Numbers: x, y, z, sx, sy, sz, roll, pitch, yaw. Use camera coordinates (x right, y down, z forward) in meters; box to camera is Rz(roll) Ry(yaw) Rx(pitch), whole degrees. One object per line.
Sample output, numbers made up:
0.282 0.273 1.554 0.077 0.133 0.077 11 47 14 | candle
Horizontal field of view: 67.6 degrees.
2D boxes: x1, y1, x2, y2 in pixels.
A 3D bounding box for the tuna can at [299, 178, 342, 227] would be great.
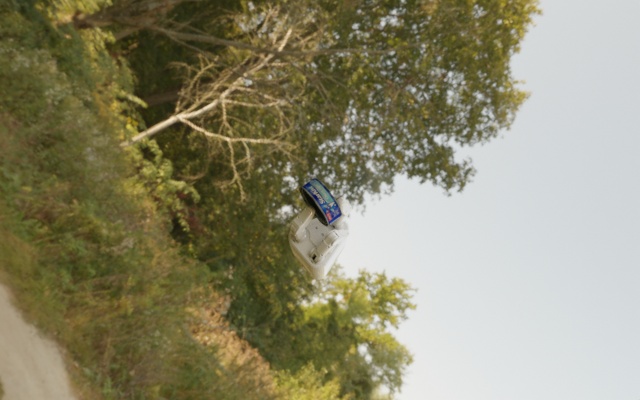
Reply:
0.001 0.002 0.854 0.034 0.086 0.086 -36 8 -11 | tuna can
